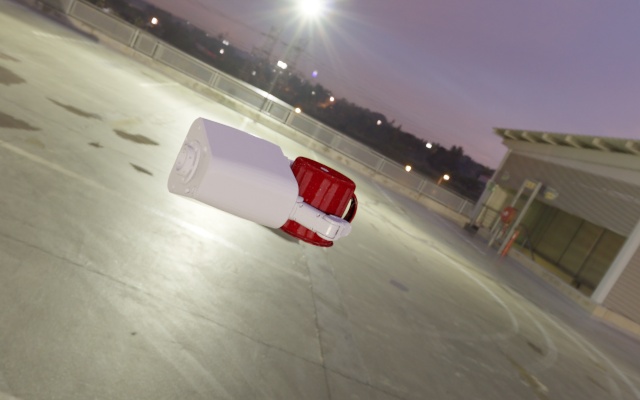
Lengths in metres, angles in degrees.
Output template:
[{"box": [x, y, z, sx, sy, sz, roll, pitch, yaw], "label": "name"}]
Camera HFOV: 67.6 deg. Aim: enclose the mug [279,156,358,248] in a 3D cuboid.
[{"box": [0.001, 0.002, 0.585, 0.117, 0.081, 0.093, 19, 12, -36], "label": "mug"}]
